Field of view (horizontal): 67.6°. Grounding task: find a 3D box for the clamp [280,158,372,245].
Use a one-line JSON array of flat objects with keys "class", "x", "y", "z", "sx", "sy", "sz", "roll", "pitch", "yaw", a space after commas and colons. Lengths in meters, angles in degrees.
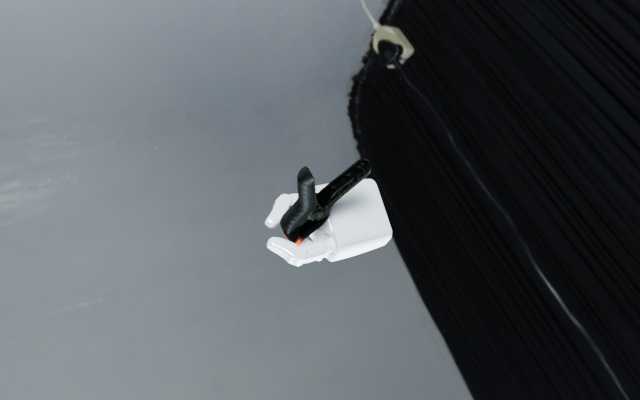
[{"class": "clamp", "x": 0.000, "y": 0.003, "z": 0.667, "sx": 0.120, "sy": 0.039, "sz": 0.172, "roll": -11, "pitch": -30, "yaw": -30}]
